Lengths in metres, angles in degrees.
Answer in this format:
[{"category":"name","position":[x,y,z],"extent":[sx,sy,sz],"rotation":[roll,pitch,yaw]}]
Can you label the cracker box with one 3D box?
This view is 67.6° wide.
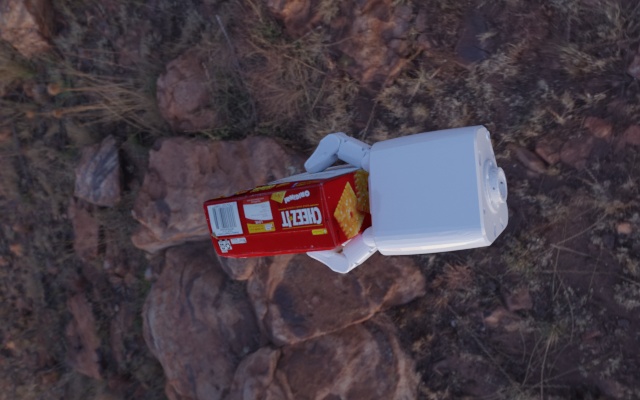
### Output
[{"category":"cracker box","position":[0.000,0.002,0.560],"extent":[0.164,0.072,0.213],"rotation":[-8,7,35]}]
